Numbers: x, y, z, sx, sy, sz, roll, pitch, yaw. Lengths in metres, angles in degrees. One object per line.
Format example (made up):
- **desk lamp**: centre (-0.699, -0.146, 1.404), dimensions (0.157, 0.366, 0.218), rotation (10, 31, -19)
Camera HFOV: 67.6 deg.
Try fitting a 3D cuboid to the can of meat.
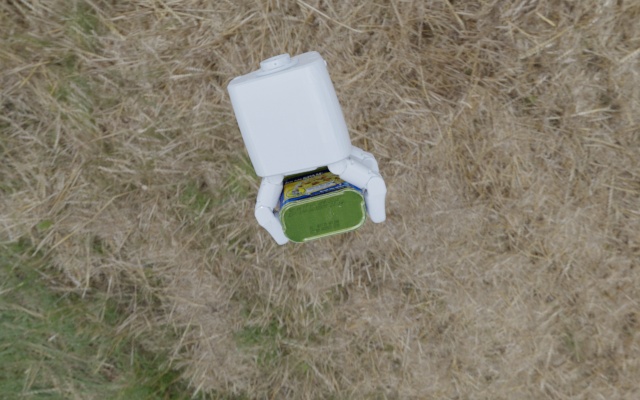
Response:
- **can of meat**: centre (0.000, 0.002, 0.562), dimensions (0.102, 0.057, 0.084), rotation (-14, 24, 1)
